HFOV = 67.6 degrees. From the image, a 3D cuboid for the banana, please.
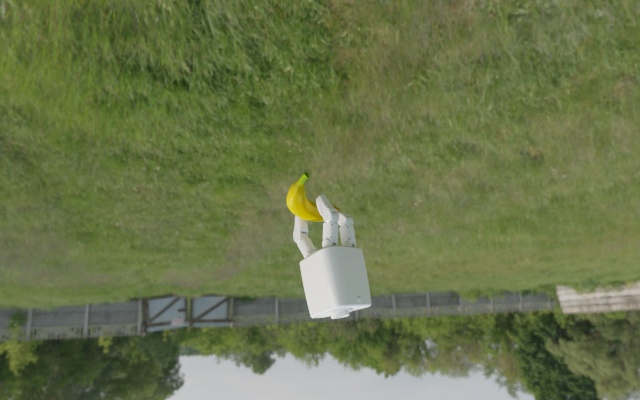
[{"bbox_3d":[-0.018,0.009,0.898,0.069,0.037,0.198,-24,-24,10],"label":"banana"}]
